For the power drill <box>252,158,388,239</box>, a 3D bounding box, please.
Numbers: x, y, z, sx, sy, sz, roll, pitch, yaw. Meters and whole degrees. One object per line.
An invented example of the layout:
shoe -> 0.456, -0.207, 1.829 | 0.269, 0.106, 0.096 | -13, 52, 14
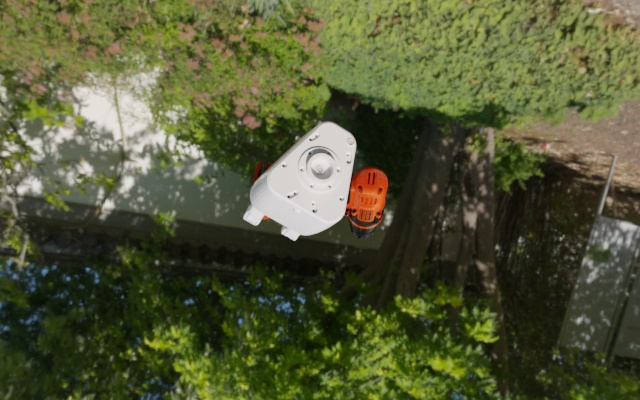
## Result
power drill -> 0.000, 0.002, 0.699 | 0.187, 0.057, 0.184 | 5, -27, 3
